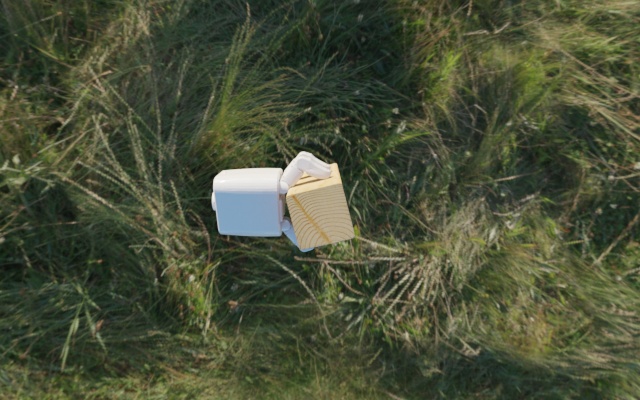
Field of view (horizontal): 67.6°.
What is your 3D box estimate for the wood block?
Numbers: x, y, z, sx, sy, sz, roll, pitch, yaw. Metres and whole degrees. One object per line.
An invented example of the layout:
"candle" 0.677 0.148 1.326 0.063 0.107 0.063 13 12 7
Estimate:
"wood block" 0.000 0.003 0.819 0.090 0.091 0.206 -13 13 3
